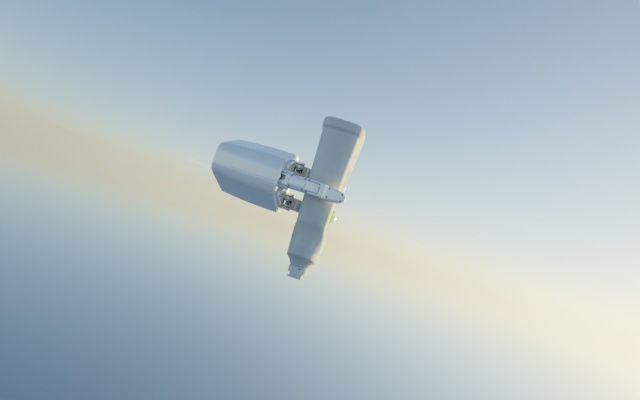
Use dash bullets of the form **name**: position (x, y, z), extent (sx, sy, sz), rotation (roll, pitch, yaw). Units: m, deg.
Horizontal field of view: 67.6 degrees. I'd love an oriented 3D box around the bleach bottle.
- **bleach bottle**: position (0.000, 0.002, 0.751), extent (0.068, 0.251, 0.102), rotation (18, -4, 8)
